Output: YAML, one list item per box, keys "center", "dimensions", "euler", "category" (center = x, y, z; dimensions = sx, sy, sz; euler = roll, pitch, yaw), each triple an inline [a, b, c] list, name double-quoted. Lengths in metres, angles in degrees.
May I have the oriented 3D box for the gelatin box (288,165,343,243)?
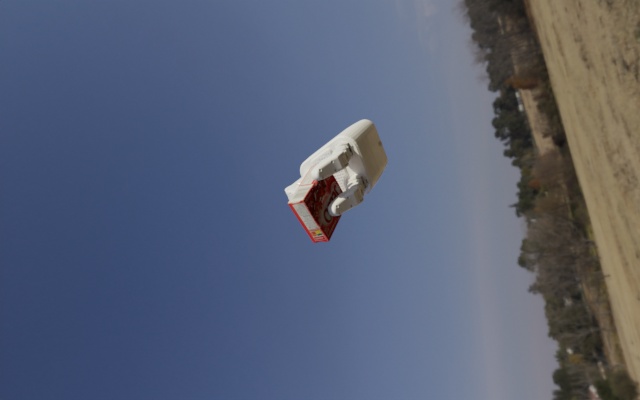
- center: [0.000, 0.002, 0.659]
  dimensions: [0.030, 0.073, 0.089]
  euler: [-11, 33, 34]
  category: "gelatin box"
